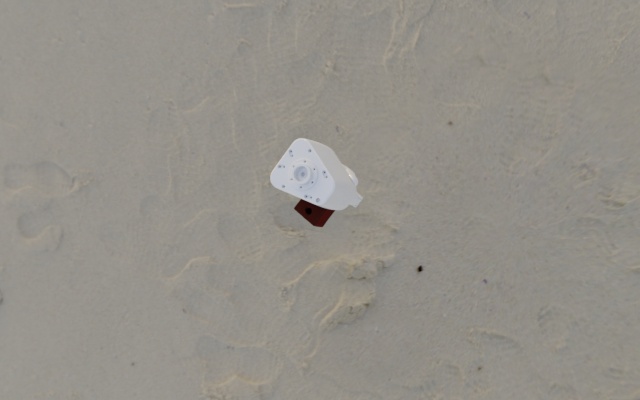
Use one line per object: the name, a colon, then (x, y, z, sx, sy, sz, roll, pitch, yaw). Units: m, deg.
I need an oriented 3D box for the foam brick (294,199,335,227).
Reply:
foam brick: (0.000, 0.003, 0.869, 0.053, 0.078, 0.051, 40, 11, 18)
